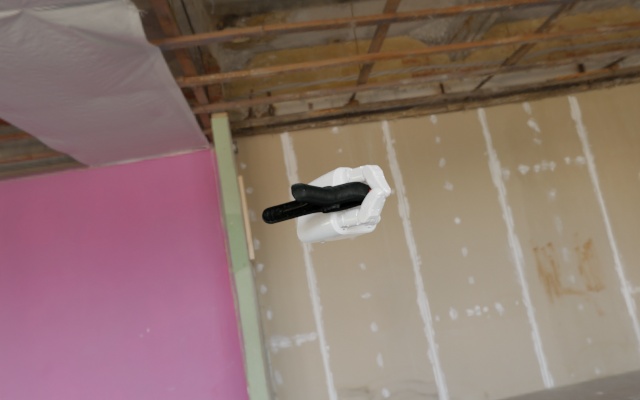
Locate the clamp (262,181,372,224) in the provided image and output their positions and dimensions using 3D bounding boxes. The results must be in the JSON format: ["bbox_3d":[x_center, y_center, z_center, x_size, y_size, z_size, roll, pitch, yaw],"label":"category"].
[{"bbox_3d":[0.000,0.002,0.702,0.171,0.039,0.120,-1,-14,-38],"label":"clamp"}]
